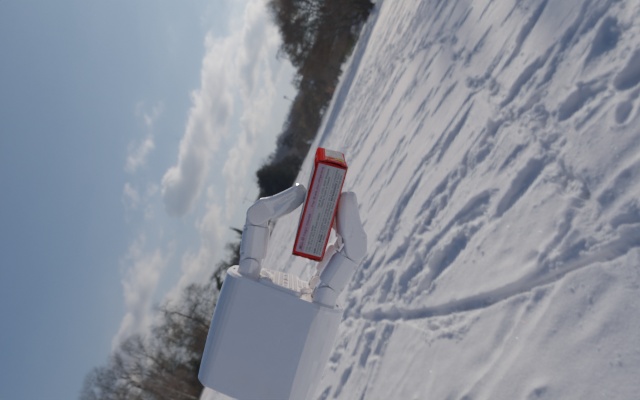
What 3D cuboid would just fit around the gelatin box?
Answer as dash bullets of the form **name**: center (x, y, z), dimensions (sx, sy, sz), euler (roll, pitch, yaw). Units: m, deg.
- **gelatin box**: center (0.000, 0.001, 0.436), dimensions (0.030, 0.089, 0.073), euler (14, 14, -3)
